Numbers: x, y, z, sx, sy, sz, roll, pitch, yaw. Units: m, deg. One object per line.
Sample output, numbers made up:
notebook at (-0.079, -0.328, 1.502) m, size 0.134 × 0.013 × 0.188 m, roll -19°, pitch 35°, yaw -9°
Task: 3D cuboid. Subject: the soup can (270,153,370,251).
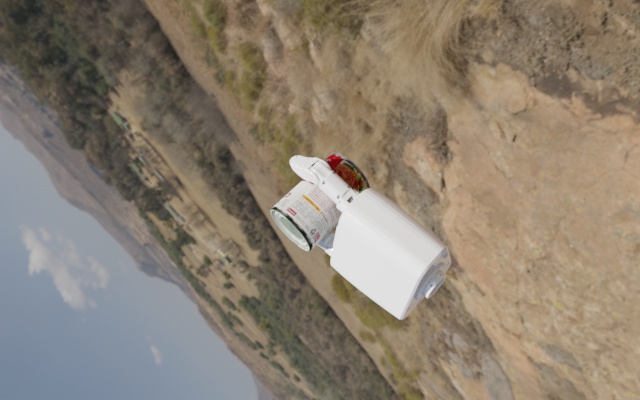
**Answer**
soup can at (0.000, 0.002, 0.562) m, size 0.102 × 0.068 × 0.068 m, roll -43°, pitch 16°, yaw -18°
